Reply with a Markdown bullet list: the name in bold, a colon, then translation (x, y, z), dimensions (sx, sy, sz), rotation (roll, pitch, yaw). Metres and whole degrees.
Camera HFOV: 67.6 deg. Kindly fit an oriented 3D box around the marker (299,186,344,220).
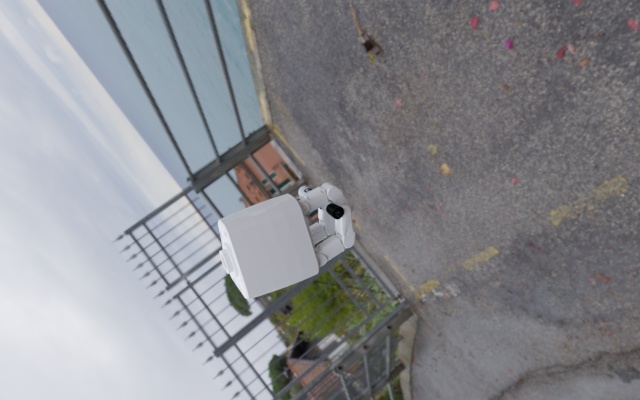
- **marker**: translation (0.000, 0.002, 0.691), dimensions (0.020, 0.020, 0.121), rotation (0, 16, -27)
